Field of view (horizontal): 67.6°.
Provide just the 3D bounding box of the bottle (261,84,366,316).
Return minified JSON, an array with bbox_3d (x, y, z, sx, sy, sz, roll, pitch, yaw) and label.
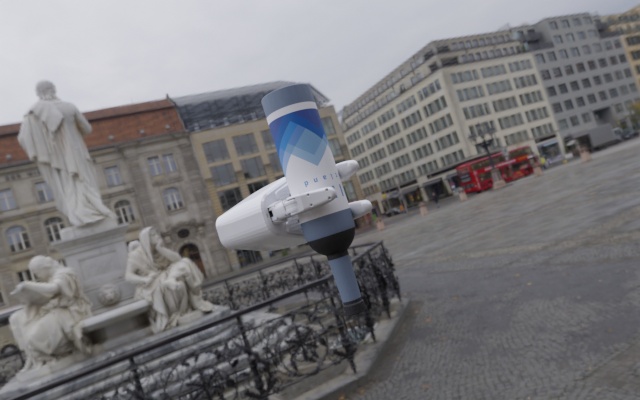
[{"bbox_3d":[0.000,0.002,0.612,0.069,0.295,0.069,-18,-3,-1],"label":"bottle"}]
